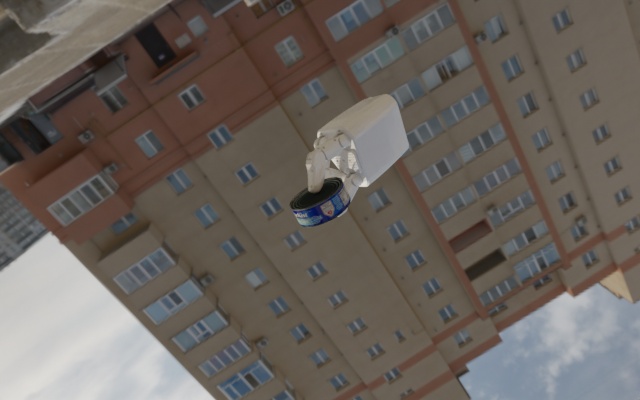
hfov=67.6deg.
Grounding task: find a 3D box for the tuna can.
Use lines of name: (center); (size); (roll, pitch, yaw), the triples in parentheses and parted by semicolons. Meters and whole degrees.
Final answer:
tuna can: (0.000, 0.003, 0.696); (0.086, 0.034, 0.086); (-24, 20, 10)
